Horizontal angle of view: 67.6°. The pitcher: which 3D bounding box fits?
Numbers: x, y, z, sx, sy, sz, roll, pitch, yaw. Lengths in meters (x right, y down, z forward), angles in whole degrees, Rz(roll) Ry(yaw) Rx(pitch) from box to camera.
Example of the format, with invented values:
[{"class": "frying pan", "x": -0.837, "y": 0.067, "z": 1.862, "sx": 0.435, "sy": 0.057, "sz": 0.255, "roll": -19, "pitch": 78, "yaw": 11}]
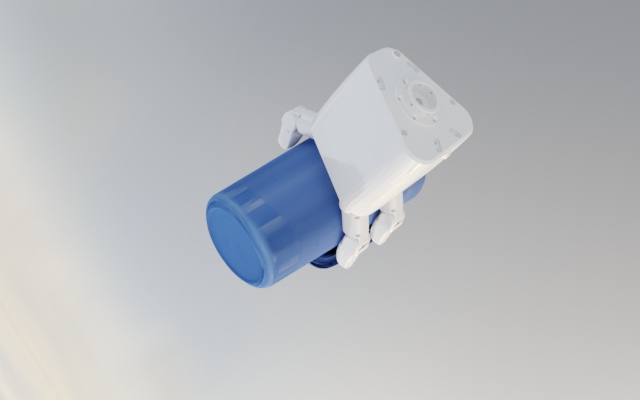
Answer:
[{"class": "pitcher", "x": 0.000, "y": 0.002, "z": 0.544, "sx": 0.242, "sy": 0.149, "sz": 0.145, "roll": -32, "pitch": -6, "yaw": -34}]
